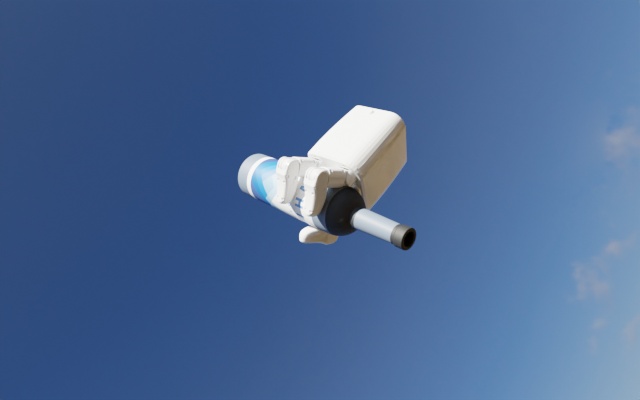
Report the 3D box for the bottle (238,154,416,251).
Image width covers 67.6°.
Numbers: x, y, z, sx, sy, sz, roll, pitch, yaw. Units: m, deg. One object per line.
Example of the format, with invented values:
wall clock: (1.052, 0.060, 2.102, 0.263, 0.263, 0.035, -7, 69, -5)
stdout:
bottle: (0.000, 0.002, 0.635, 0.069, 0.069, 0.295, 0, 16, -45)
